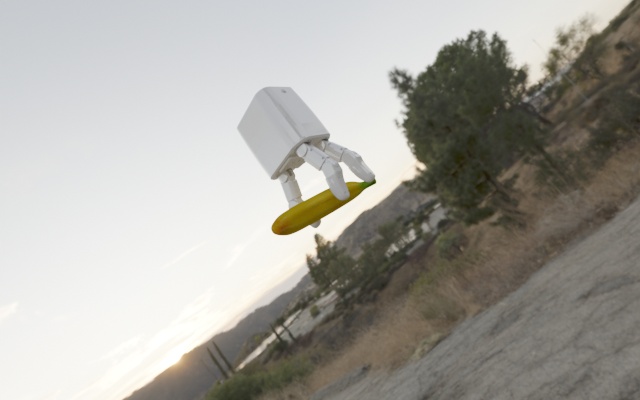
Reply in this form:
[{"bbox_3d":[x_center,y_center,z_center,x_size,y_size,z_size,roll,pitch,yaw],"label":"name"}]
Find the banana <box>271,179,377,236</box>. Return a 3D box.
[{"bbox_3d":[-0.005,0.009,0.713,0.197,0.037,0.070,-29,-9,-34],"label":"banana"}]
